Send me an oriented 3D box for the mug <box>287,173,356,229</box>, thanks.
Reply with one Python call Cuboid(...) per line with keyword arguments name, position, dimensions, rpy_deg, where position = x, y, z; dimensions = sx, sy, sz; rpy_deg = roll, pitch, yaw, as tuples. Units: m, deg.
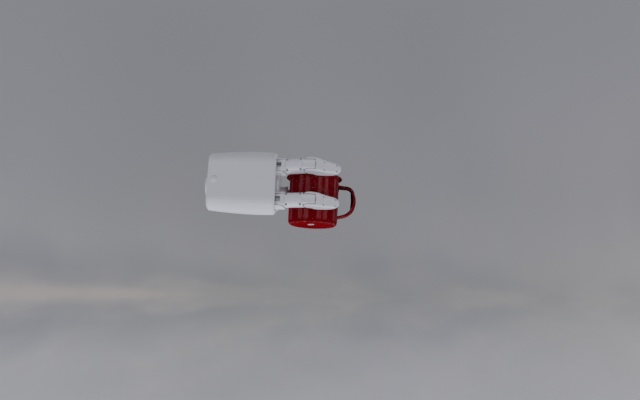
Cuboid(name="mug", position=(0.002, 0.003, 0.795), dimensions=(0.117, 0.081, 0.093), rpy_deg=(2, -11, 1))
